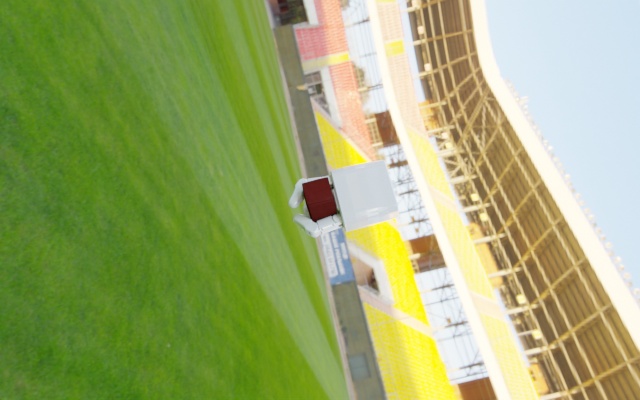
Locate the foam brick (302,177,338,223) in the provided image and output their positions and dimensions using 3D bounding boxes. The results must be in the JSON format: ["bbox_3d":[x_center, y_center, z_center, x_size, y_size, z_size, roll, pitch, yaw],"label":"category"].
[{"bbox_3d":[0.000,0.003,0.886,0.051,0.053,0.078,-14,-34,1],"label":"foam brick"}]
